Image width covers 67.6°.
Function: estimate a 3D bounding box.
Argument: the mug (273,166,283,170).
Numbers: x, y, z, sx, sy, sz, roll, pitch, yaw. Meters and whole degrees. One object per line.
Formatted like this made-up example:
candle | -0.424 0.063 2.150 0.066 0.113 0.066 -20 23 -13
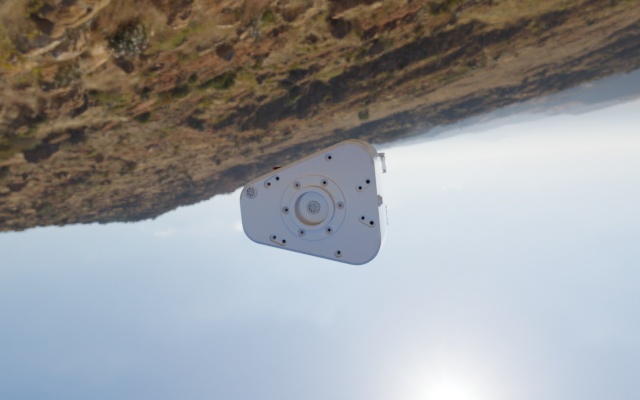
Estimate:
mug | 0.000 0.002 0.521 0.093 0.081 0.117 -3 3 9
